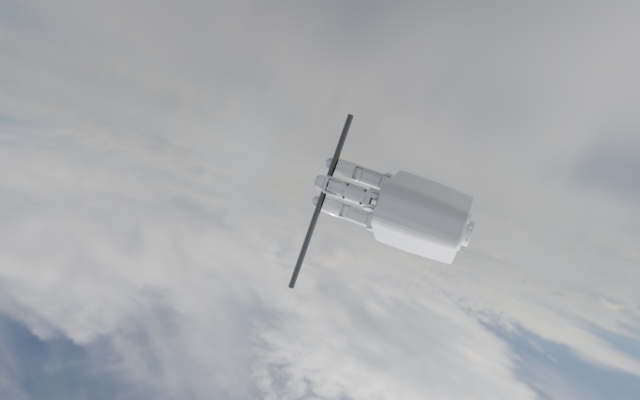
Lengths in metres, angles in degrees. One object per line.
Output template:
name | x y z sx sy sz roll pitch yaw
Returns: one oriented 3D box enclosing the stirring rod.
stirring rod | 0.000 0.002 0.628 0.011 0.239 0.011 19 3 -1
